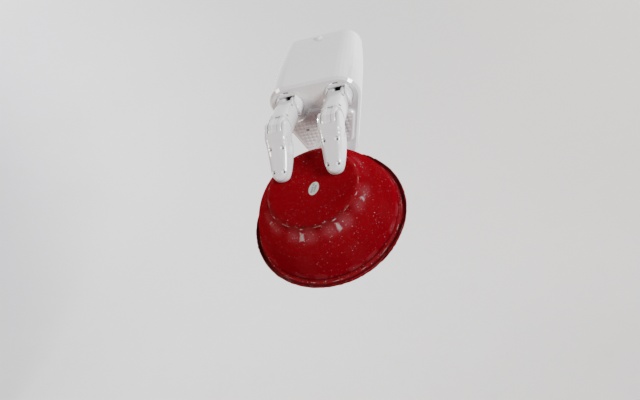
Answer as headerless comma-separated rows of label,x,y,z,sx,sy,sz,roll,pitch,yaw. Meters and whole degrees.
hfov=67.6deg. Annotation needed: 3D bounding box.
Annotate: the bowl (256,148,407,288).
bowl,0.000,0.002,0.470,0.162,0.162,0.055,0,-32,22
